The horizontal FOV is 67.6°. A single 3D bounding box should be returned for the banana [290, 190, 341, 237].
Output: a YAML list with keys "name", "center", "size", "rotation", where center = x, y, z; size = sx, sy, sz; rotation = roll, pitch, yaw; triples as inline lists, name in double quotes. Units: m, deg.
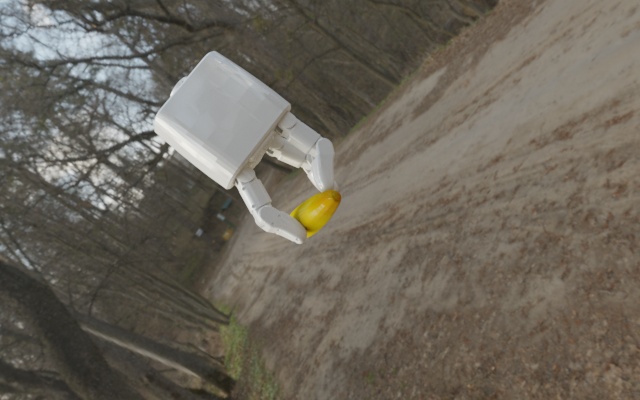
- name: "banana"
  center: [-0.012, 0.016, 0.579]
  size: [0.037, 0.069, 0.198]
  rotation: [40, -2, -2]
